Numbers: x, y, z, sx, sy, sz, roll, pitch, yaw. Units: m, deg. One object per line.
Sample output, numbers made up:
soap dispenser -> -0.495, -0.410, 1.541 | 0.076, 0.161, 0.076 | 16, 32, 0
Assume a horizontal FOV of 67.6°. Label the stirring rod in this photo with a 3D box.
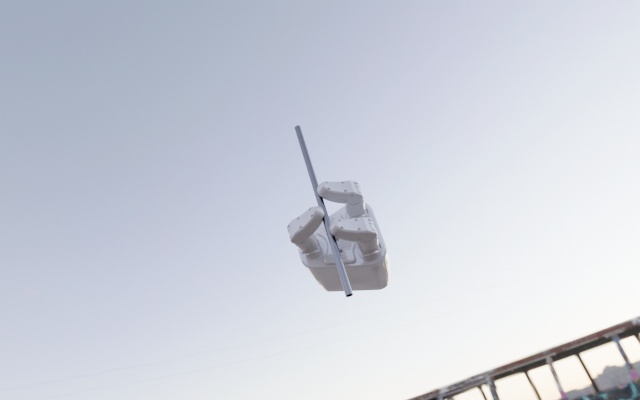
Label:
stirring rod -> 0.000, 0.002, 0.563 | 0.011, 0.239, 0.011 | -12, -32, -8
